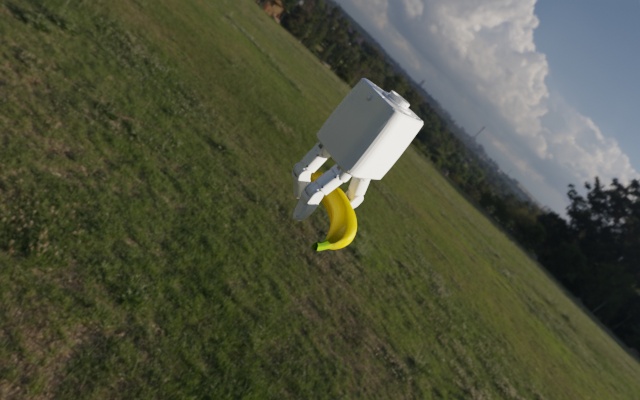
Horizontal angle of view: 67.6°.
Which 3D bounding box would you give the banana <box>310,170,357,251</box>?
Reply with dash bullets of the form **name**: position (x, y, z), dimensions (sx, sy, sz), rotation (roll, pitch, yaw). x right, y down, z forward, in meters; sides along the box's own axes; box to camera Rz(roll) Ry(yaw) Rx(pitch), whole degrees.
- **banana**: position (0.017, 0.011, 0.703), dimensions (0.069, 0.037, 0.197), rotation (23, 27, -20)
